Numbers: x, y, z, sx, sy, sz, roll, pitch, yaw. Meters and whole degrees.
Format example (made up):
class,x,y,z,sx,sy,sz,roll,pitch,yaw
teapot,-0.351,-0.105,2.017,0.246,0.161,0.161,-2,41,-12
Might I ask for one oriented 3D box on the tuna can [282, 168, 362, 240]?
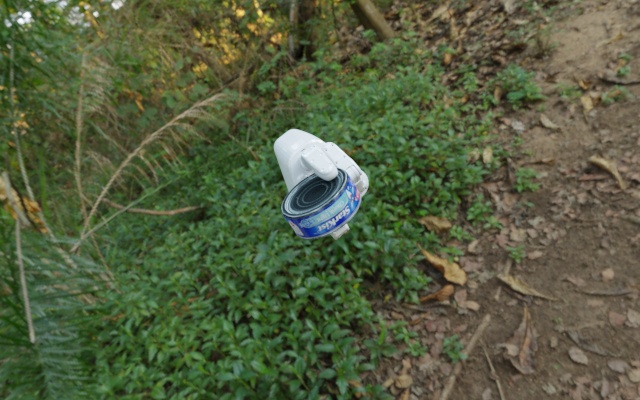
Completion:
class,x,y,z,sx,sy,sz,roll,pitch,yaw
tuna can,0.000,0.001,0.530,0.086,0.034,0.086,-25,29,15
